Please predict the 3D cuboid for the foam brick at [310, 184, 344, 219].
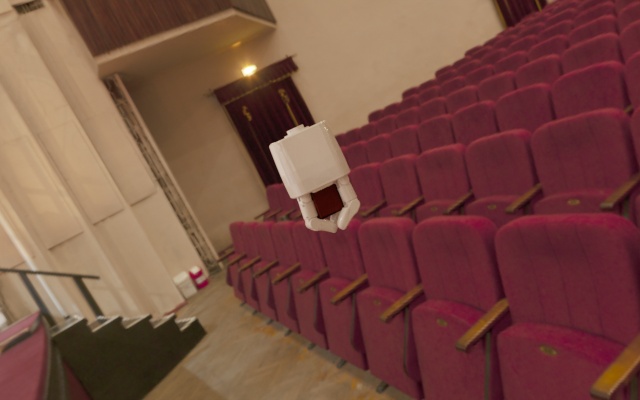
[{"bbox_3d":[0.000,0.003,0.898,0.053,0.051,0.078,-25,7,-25],"label":"foam brick"}]
